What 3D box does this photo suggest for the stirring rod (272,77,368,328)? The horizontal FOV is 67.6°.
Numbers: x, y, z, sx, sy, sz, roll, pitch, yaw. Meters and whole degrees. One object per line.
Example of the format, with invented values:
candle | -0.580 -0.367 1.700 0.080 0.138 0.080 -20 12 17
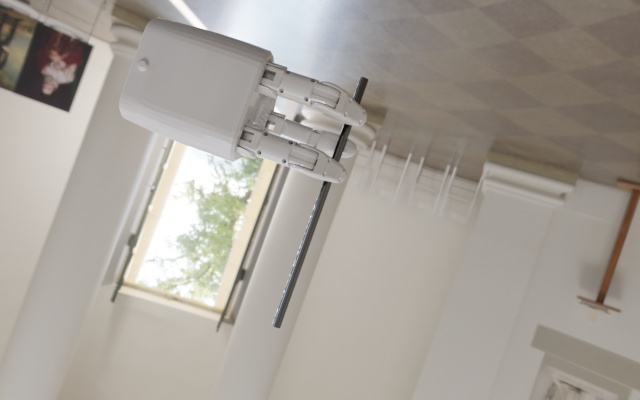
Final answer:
stirring rod | 0.000 0.001 0.436 0.011 0.239 0.011 20 -1 0
